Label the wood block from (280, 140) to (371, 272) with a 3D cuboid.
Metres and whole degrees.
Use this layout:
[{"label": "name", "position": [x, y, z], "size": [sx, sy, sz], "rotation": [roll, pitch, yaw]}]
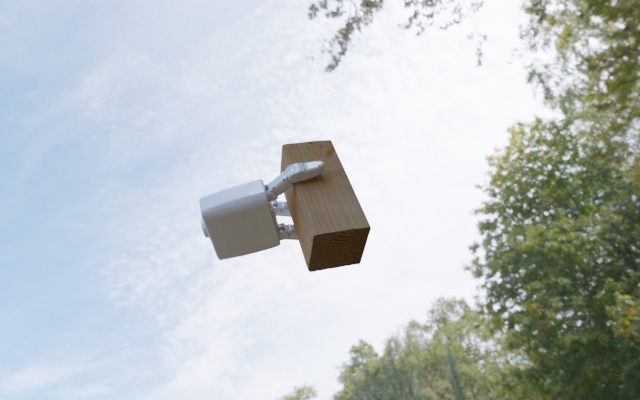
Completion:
[{"label": "wood block", "position": [0.000, 0.002, 0.780], "size": [0.090, 0.206, 0.091], "rotation": [-7, -42, -16]}]
